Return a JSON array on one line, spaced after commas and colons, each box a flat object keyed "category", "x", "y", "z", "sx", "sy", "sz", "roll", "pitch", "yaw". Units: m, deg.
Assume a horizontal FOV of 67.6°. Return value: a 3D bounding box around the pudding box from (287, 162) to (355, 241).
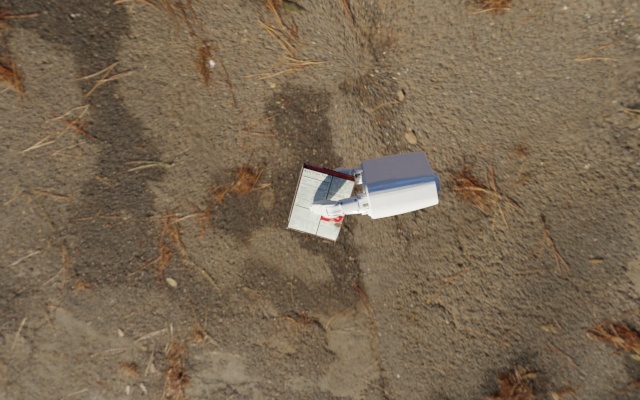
[{"category": "pudding box", "x": 0.000, "y": 0.003, "z": 0.790, "sx": 0.090, "sy": 0.113, "sz": 0.039, "roll": 16, "pitch": 15, "yaw": -2}]
